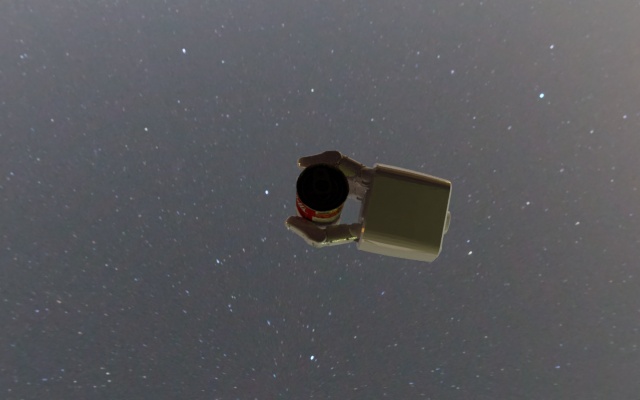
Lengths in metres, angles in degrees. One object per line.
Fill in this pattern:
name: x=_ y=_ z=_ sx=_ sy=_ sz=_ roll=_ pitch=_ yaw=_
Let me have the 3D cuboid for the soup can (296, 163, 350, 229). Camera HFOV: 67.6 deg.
soup can: x=0.000 y=0.002 z=0.650 sx=0.068 sy=0.068 sz=0.102 roll=0 pitch=-23 yaw=-4
